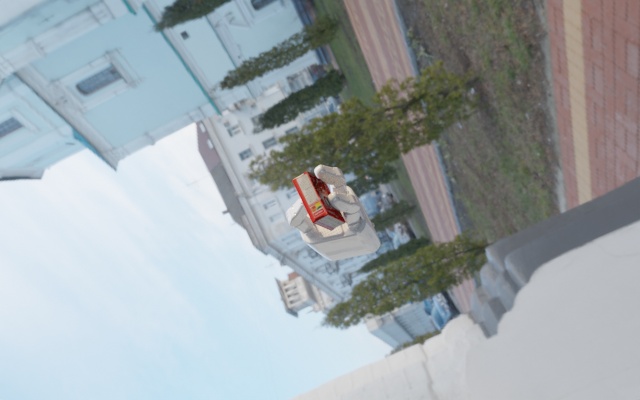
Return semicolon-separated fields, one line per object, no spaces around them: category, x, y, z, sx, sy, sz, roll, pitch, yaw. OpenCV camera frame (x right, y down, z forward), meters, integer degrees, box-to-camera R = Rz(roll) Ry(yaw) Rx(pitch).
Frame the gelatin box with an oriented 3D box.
gelatin box;0.000;0.002;0.714;0.030;0.073;0.089;-30;-20;13
